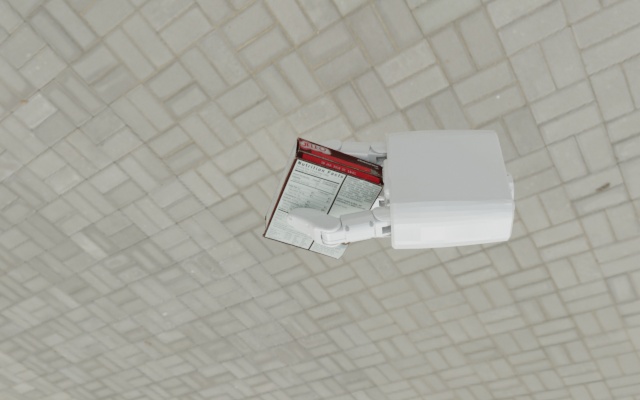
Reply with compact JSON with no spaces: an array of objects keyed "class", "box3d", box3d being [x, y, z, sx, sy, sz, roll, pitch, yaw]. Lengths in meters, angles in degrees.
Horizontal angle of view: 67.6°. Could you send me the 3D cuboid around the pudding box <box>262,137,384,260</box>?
[{"class":"pudding box","box3d":[0.000,0.002,0.479,0.090,0.114,0.039,18,36,-11]}]
